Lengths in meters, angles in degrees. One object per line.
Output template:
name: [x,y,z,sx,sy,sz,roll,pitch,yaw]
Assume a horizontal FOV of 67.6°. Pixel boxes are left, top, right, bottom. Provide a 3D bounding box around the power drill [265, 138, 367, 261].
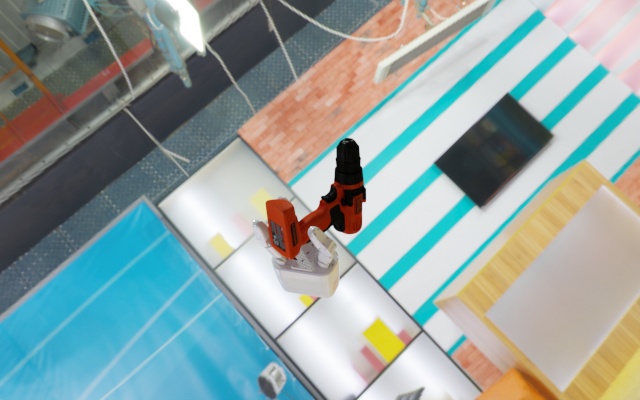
power drill: [0.000,0.003,0.800,0.187,0.184,0.057,-25,35,-32]
